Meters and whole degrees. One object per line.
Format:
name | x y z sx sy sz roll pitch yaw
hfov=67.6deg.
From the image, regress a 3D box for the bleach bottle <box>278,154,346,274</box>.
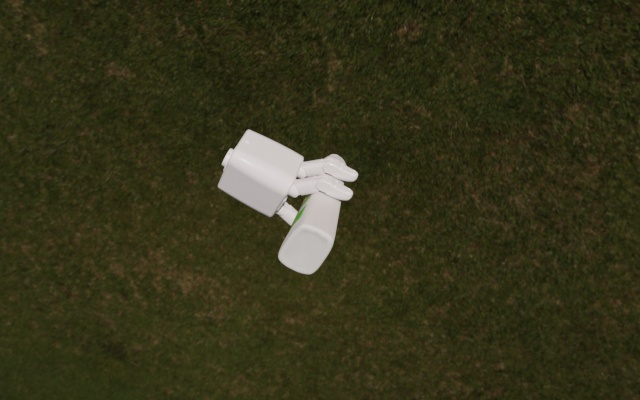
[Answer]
bleach bottle | 0.000 0.003 0.813 0.068 0.103 0.250 27 37 -8
